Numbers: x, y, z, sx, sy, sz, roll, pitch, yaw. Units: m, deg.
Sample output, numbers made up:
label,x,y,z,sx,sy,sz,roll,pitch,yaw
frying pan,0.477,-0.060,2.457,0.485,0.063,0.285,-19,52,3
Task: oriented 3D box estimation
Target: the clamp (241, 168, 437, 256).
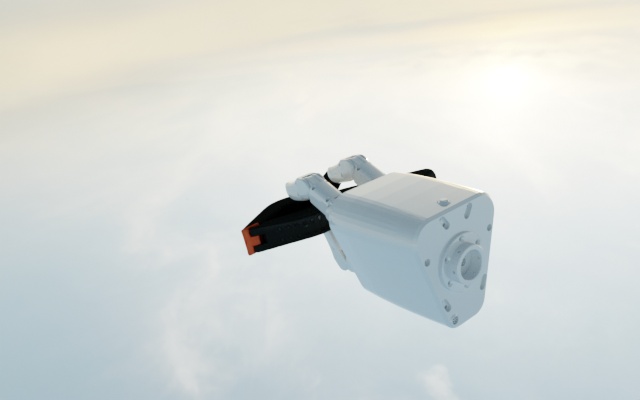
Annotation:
label,x,y,z,sx,sy,sz,roll,pitch,yaw
clamp,0.000,0.003,0.530,0.210,0.036,0.164,-24,19,-28
